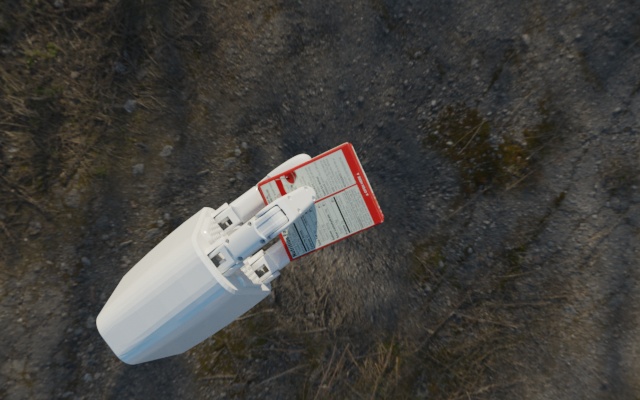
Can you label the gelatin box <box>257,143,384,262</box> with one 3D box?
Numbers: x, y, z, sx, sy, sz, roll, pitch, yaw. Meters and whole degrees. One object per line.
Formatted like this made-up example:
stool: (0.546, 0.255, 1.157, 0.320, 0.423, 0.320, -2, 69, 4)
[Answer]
gelatin box: (0.000, 0.001, 0.411, 0.089, 0.073, 0.030, -24, 1, 9)
